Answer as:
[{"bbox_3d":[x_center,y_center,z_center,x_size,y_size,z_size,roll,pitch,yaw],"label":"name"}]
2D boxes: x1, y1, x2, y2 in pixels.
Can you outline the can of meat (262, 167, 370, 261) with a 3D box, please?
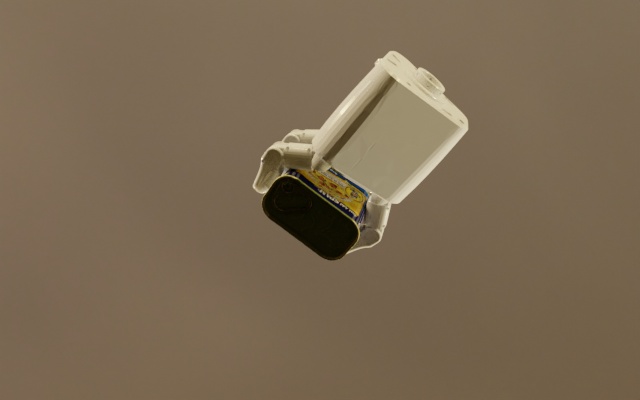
[{"bbox_3d":[0.000,0.002,0.511,0.102,0.057,0.084,37,30,-2],"label":"can of meat"}]
